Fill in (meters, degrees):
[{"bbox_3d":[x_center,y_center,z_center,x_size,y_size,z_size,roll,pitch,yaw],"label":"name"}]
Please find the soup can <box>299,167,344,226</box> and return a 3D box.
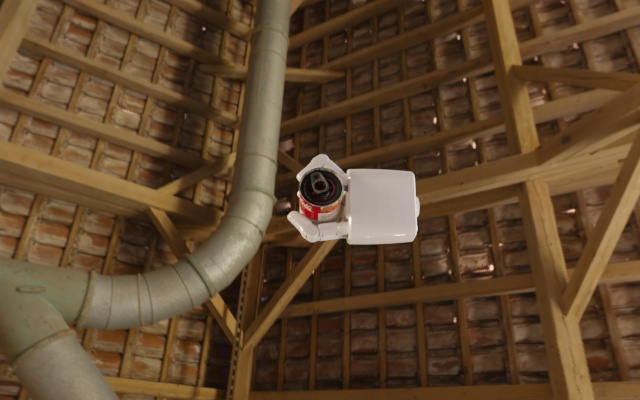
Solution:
[{"bbox_3d":[0.000,0.003,0.759,0.068,0.068,0.102,0,-28,-2],"label":"soup can"}]
